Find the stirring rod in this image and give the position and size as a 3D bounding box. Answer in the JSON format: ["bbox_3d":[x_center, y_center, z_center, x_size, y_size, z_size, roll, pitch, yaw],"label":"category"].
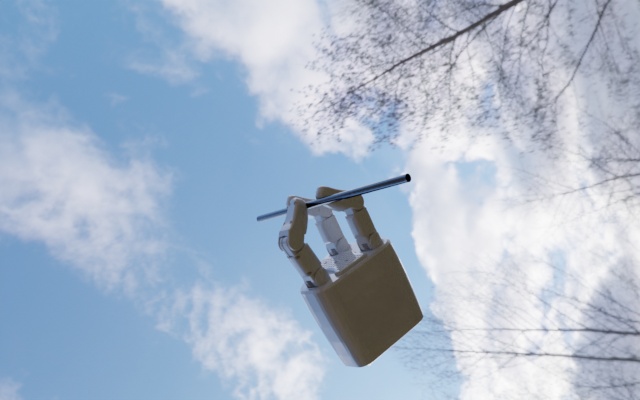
[{"bbox_3d":[0.000,0.002,0.507,0.011,0.011,0.239,0,-10,-40],"label":"stirring rod"}]
